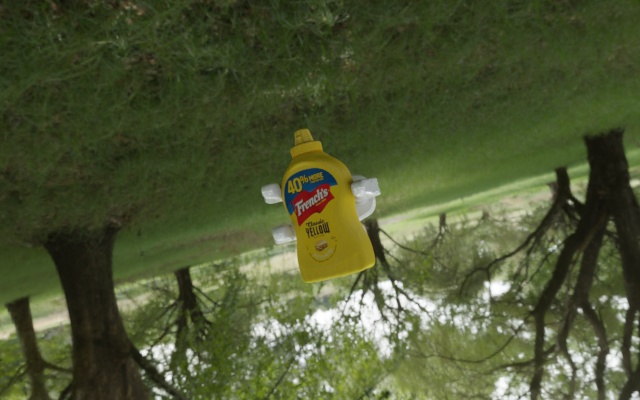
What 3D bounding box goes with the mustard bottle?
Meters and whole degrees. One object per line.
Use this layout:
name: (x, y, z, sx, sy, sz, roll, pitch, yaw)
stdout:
mustard bottle: (0.000, 0.002, 0.606, 0.096, 0.191, 0.058, -18, -6, 30)
